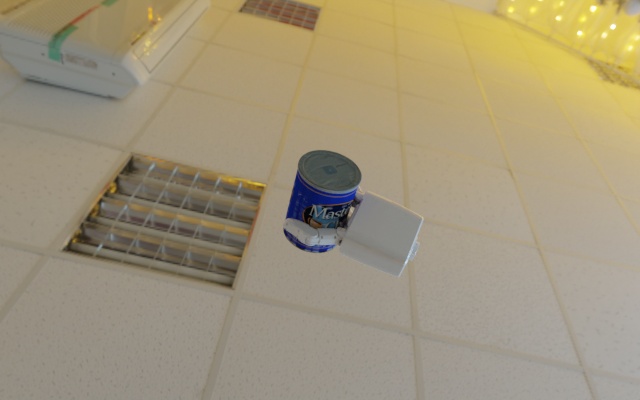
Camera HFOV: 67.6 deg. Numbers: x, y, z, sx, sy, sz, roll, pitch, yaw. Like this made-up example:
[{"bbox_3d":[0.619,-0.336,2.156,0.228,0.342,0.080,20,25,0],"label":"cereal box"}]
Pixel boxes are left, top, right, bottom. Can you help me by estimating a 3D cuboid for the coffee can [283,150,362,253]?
[{"bbox_3d":[0.000,0.002,0.791,0.103,0.140,0.102,10,40,-8],"label":"coffee can"}]
